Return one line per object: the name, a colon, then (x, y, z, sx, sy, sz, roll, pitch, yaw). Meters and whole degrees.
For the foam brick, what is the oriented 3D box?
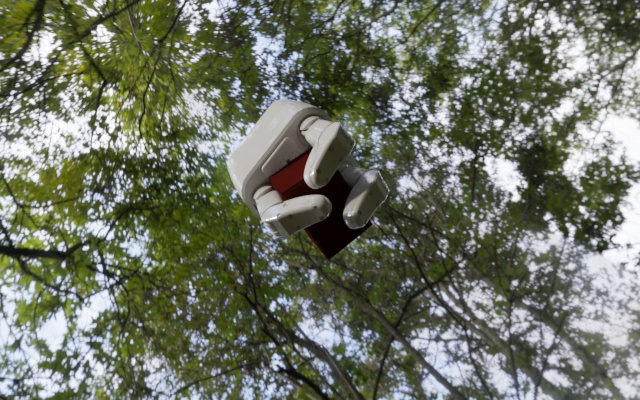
foam brick: (0.000, 0.002, 0.429, 0.053, 0.078, 0.051, -36, 26, -6)
